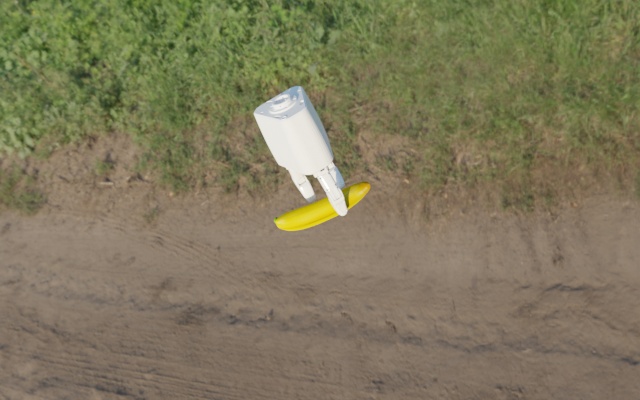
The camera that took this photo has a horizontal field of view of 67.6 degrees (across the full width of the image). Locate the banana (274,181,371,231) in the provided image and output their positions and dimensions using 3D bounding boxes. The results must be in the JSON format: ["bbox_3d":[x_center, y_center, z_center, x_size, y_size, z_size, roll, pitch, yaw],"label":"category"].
[{"bbox_3d":[-0.004,0.014,0.855,0.198,0.037,0.069,-20,30,15],"label":"banana"}]
